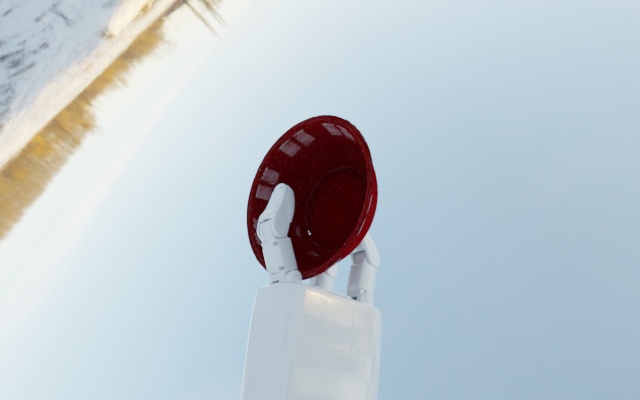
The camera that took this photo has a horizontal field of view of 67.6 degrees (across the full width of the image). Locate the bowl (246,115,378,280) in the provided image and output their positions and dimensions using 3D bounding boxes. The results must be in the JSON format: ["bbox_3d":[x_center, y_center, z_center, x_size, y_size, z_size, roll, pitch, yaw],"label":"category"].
[{"bbox_3d":[0.001,0.000,0.468,0.162,0.162,0.055,0,-14,43],"label":"bowl"}]
